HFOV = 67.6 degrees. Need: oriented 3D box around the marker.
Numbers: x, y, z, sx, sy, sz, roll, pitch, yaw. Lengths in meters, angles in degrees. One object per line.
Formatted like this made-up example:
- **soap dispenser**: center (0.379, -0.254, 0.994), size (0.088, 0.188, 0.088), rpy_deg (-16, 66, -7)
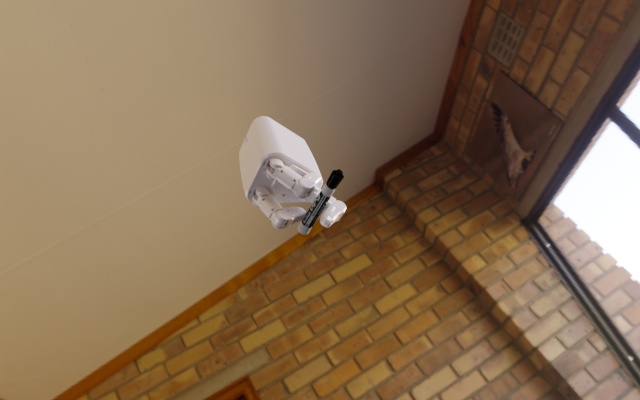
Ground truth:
- **marker**: center (0.000, 0.002, 0.700), size (0.020, 0.121, 0.020), rpy_deg (22, 33, -15)
